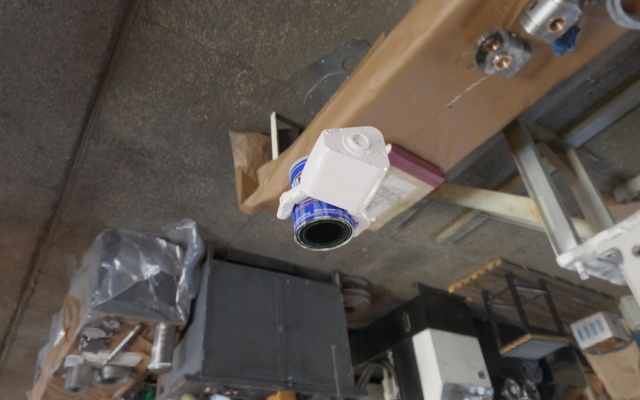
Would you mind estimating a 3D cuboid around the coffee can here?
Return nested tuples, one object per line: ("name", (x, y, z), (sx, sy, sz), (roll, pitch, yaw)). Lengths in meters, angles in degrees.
("coffee can", (0.000, 0.003, 0.843), (0.103, 0.140, 0.103), (-4, -37, -3))
